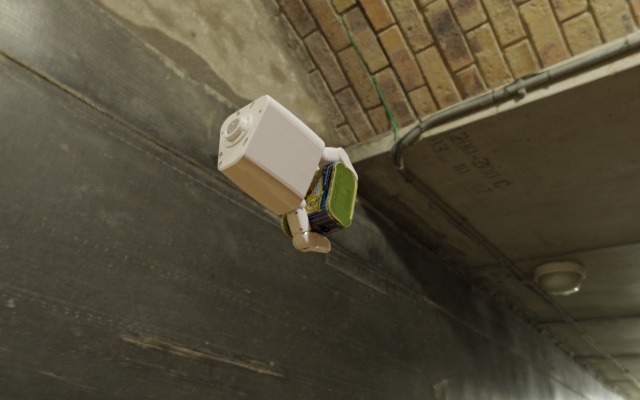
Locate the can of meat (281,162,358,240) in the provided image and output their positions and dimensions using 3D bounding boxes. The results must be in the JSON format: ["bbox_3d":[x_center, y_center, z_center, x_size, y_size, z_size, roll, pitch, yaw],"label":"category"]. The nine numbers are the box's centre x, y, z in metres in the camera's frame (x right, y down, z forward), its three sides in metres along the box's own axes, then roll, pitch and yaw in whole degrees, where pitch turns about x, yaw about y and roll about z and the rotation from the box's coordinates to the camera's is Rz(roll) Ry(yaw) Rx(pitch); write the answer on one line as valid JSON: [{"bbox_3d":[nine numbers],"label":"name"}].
[{"bbox_3d":[0.000,0.002,0.665,0.084,0.102,0.057,-21,-47,36],"label":"can of meat"}]
